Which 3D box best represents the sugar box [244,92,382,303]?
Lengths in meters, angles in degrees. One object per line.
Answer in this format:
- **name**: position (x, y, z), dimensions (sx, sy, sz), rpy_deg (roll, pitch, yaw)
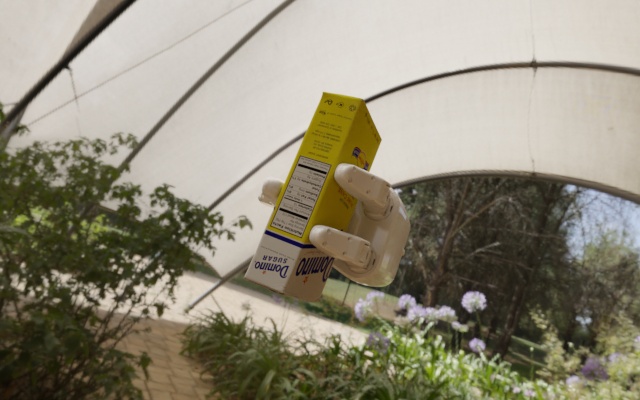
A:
- **sugar box**: position (0.001, 0.002, 0.432), dimensions (0.048, 0.176, 0.093), rpy_deg (16, -10, 22)
